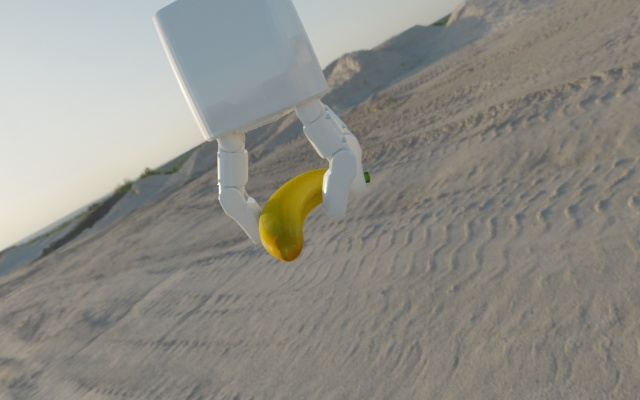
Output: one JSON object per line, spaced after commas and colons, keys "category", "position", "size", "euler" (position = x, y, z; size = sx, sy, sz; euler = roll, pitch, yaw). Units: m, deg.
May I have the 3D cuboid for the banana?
{"category": "banana", "position": [-0.015, 0.003, 0.436], "size": [0.069, 0.037, 0.197], "euler": [-10, 17, 26]}
